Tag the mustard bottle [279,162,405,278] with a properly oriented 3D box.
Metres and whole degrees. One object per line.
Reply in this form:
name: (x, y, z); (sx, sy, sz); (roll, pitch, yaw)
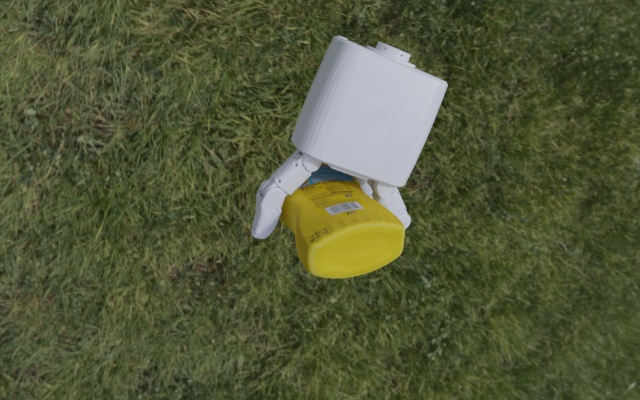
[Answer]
mustard bottle: (0.000, 0.002, 0.492); (0.096, 0.058, 0.191); (-12, 31, -18)
